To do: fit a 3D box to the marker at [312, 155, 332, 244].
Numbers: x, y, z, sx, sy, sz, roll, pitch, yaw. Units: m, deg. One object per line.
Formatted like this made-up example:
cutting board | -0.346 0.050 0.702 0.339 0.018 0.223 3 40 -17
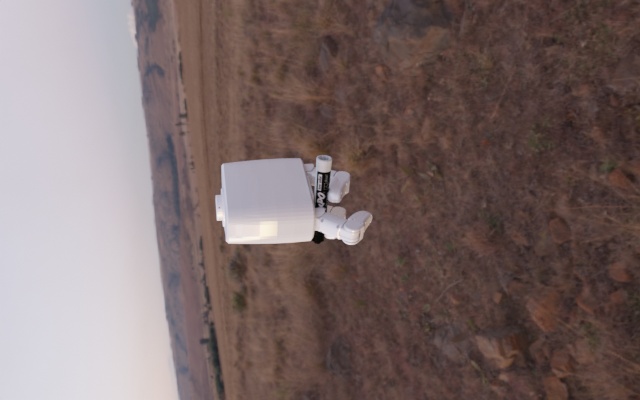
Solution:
marker | 0.000 0.002 0.599 0.020 0.121 0.020 4 29 -2
